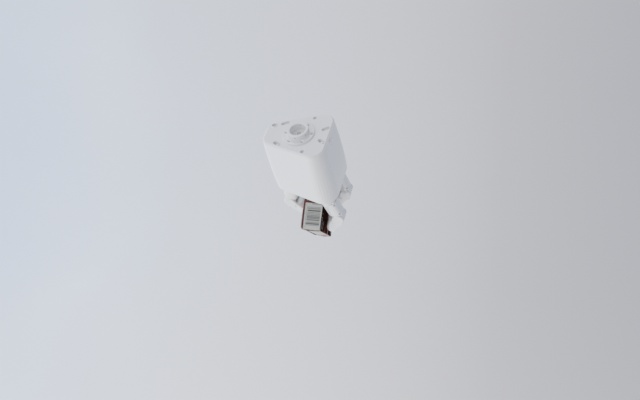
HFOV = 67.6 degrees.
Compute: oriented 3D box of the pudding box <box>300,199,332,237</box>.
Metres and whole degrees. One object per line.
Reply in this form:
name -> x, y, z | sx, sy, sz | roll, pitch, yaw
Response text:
pudding box -> 0.000, 0.003, 0.841 | 0.039, 0.113, 0.090 | 7, -8, 15
